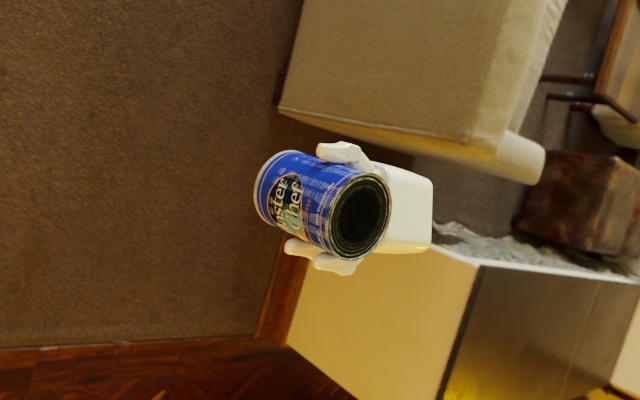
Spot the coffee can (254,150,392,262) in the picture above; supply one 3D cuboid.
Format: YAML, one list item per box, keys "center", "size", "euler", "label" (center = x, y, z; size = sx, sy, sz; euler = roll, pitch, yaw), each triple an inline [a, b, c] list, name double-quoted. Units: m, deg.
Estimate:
- center: [0.000, 0.002, 0.577]
  size: [0.103, 0.103, 0.140]
  euler: [0, 15, -42]
  label: "coffee can"
